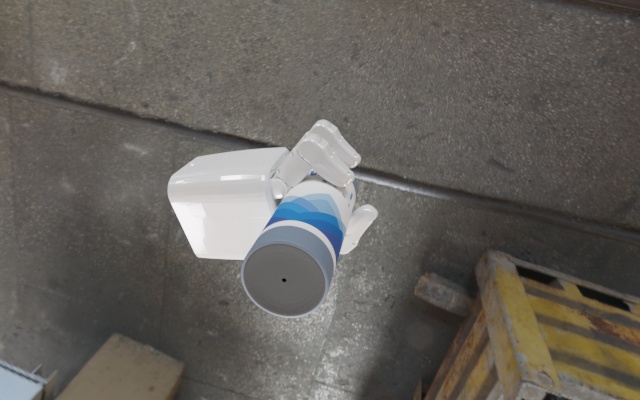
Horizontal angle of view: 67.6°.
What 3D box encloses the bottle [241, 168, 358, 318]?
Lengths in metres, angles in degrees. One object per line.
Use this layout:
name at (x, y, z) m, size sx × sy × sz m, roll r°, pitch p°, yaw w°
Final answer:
bottle at (0.000, 0.002, 0.480) m, size 0.069 × 0.069 × 0.295 m, roll 0°, pitch 23°, yaw 11°
